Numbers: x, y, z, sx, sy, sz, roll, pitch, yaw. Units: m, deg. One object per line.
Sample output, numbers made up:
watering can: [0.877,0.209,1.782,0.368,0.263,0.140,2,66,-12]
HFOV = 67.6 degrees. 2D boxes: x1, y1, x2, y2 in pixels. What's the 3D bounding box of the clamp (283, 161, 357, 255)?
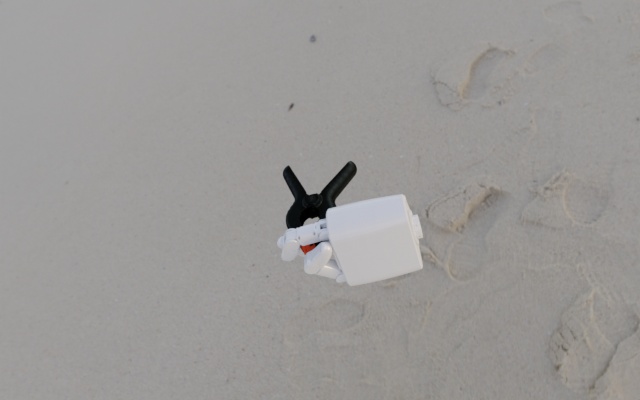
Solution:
clamp: [0.000,0.002,0.722,0.120,0.171,0.039,-14,-40,13]
